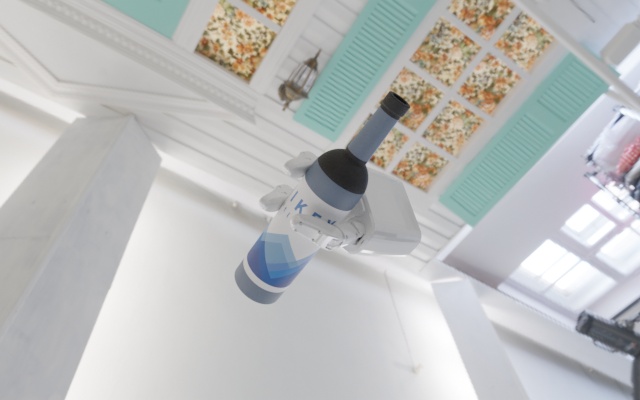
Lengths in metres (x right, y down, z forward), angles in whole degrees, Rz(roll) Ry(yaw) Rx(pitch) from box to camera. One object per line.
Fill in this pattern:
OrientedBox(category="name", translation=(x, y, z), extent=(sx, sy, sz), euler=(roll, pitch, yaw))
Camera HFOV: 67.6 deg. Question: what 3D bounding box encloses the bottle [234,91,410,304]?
OrientedBox(category="bottle", translation=(0.000, 0.002, 0.549), extent=(0.069, 0.296, 0.069), euler=(30, 27, -16))
